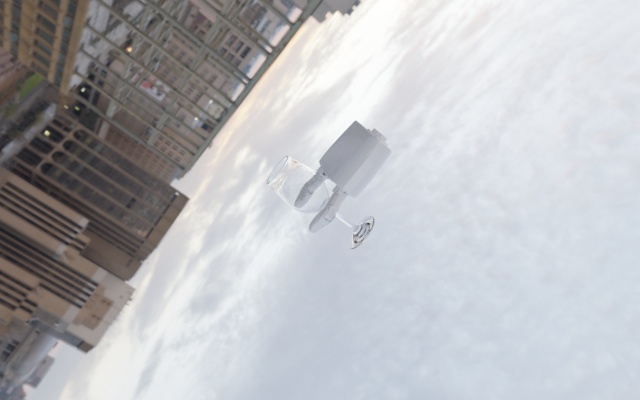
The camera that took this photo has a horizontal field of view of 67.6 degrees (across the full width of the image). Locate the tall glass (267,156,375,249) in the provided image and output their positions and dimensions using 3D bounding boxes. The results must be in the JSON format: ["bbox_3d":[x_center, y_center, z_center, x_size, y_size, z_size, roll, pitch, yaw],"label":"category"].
[{"bbox_3d":[0.001,0.003,0.868,0.201,0.079,0.079,36,-11,-16],"label":"tall glass"}]
